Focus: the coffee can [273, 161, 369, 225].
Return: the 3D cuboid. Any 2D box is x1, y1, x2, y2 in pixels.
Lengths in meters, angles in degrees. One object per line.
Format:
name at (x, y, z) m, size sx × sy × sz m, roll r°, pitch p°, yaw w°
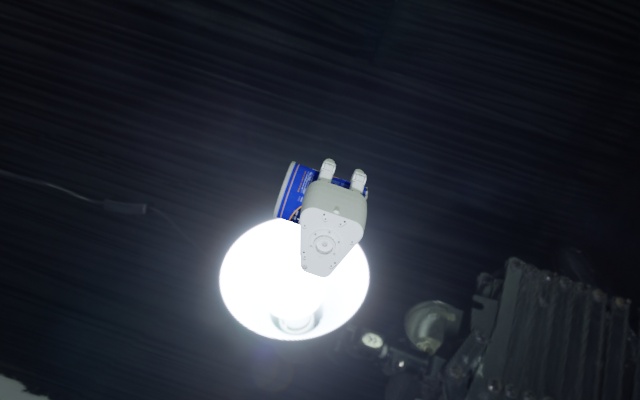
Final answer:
coffee can at (0.000, 0.003, 0.831) m, size 0.140 × 0.103 × 0.103 m, roll 19°, pitch -1°, yaw -2°
